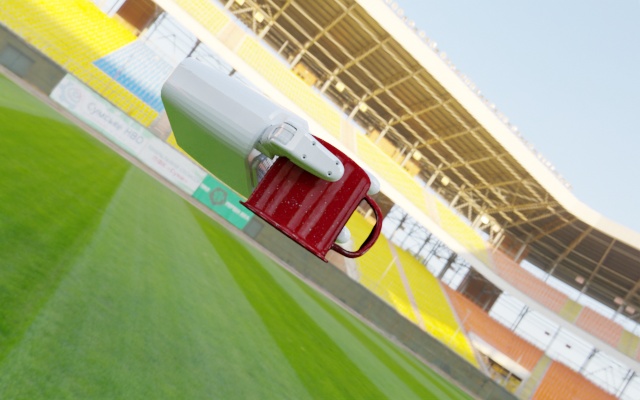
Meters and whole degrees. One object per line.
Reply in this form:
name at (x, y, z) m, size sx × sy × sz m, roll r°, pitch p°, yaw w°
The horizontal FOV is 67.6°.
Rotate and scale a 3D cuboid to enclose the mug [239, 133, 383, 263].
mug at (0.001, 0.002, 0.413) m, size 0.117 × 0.081 × 0.093 m, roll 33°, pitch -6°, yaw 11°
